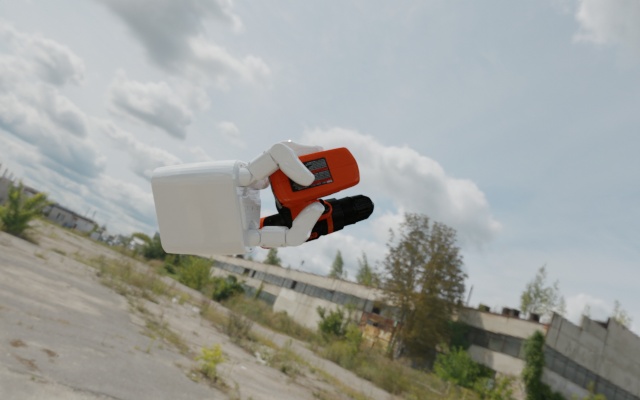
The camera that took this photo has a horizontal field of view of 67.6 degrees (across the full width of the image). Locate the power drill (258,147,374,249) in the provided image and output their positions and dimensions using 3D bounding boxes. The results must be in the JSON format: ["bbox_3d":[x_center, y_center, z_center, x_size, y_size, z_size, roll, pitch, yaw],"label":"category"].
[{"bbox_3d":[0.000,0.002,0.642,0.184,0.057,0.188,-16,-22,-13],"label":"power drill"}]
